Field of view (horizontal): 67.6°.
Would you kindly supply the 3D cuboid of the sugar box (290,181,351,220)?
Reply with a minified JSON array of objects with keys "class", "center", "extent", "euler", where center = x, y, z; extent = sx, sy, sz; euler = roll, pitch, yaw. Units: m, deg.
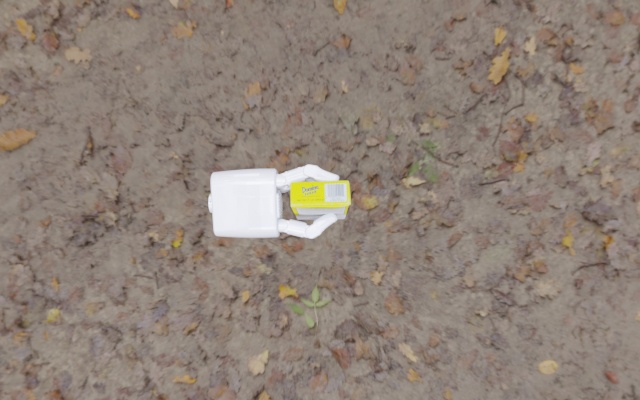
[{"class":"sugar box","center":[0.000,0.002,0.813],"extent":[0.093,0.048,0.176],"euler":[-1,-6,0]}]
